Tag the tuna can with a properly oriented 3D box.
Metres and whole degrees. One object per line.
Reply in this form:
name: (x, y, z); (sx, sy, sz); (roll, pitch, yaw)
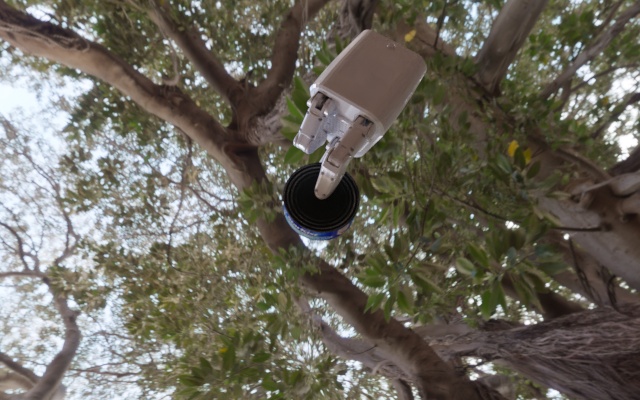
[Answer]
tuna can: (0.000, 0.002, 0.544); (0.086, 0.086, 0.034); (0, -24, -5)
